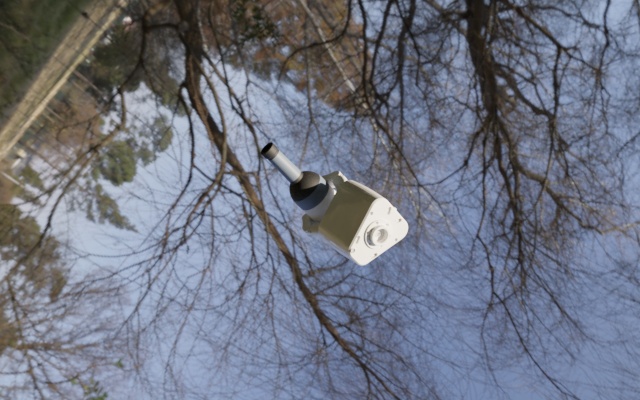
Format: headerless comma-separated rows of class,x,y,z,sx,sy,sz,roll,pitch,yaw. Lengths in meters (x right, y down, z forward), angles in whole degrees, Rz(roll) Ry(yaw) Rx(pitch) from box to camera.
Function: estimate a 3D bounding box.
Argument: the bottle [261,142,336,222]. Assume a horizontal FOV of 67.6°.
bottle,0.000,0.003,0.868,0.069,0.069,0.296,0,-38,51
